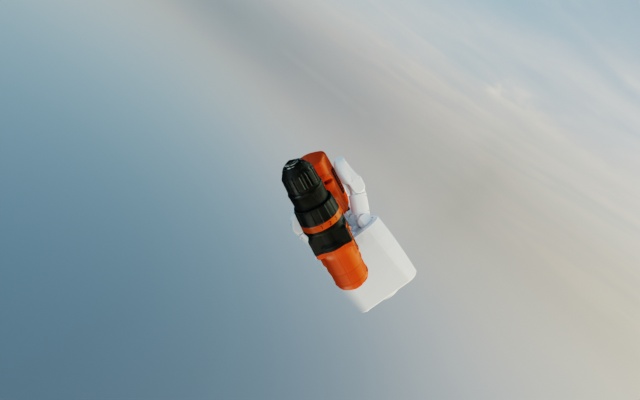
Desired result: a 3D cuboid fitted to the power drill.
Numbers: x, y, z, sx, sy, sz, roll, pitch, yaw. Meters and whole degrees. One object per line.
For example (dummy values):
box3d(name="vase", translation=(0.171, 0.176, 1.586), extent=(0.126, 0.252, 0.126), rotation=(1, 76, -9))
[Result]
box3d(name="power drill", translation=(0.000, 0.002, 0.628), extent=(0.057, 0.184, 0.187), rotation=(-22, 25, 8))
